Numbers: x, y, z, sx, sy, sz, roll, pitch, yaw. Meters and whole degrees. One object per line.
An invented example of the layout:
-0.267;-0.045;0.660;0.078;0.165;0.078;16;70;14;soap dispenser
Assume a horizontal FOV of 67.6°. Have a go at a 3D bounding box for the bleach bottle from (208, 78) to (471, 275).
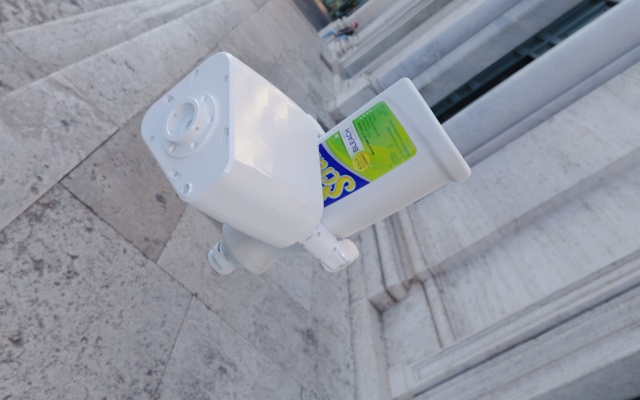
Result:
0.000;0.001;0.438;0.251;0.102;0.068;-34;-33;16;bleach bottle
